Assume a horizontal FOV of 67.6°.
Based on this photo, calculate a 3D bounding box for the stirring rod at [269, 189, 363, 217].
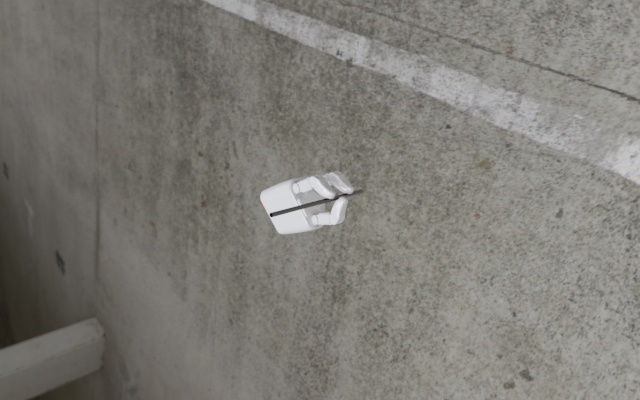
[{"bbox_3d":[0.000,0.003,0.878,0.011,0.011,0.239,0,10,44],"label":"stirring rod"}]
